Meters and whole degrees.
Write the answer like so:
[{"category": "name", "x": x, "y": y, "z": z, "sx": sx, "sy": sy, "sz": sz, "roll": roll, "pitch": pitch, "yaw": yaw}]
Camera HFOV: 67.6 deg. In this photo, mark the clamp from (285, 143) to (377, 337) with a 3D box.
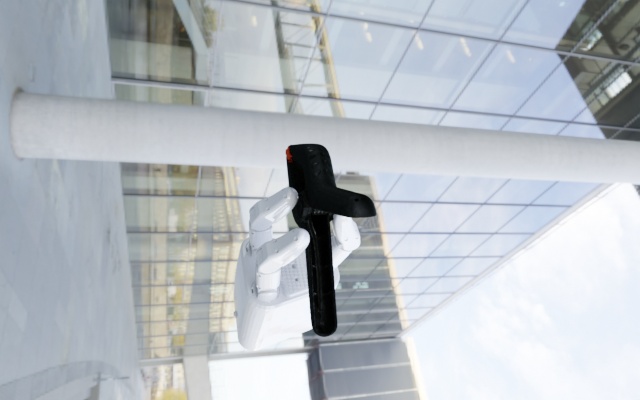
[{"category": "clamp", "x": 0.001, "y": 0.001, "z": 0.469, "sx": 0.036, "sy": 0.209, "sz": 0.165, "roll": 1, "pitch": -43, "yaw": -18}]
